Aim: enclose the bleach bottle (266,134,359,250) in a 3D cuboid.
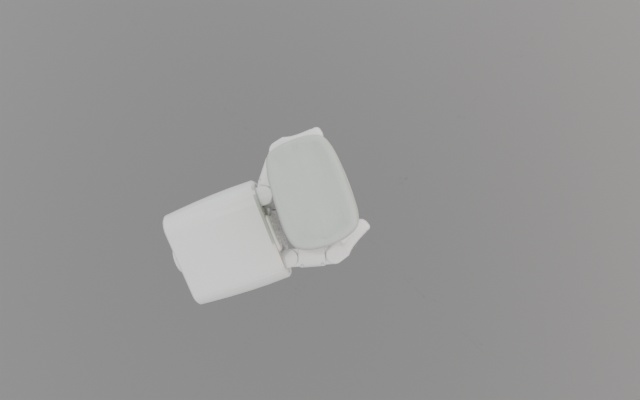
[{"bbox_3d":[0.000,0.002,0.532,0.068,0.102,0.251,-19,-6,2],"label":"bleach bottle"}]
